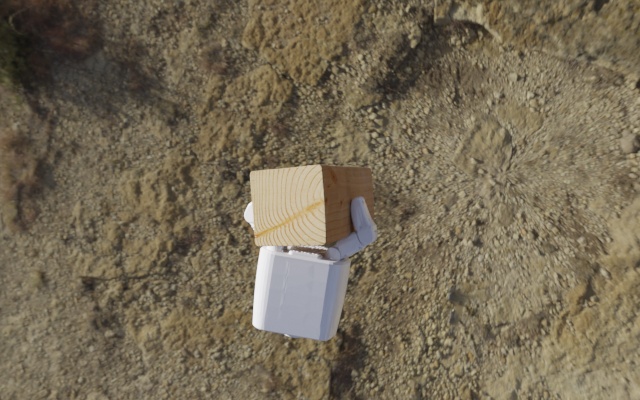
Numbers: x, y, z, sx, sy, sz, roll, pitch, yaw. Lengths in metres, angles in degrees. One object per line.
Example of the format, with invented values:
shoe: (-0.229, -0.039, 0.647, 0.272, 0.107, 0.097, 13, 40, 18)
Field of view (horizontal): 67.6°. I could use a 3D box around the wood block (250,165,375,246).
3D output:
wood block: (0.000, 0.002, 0.629, 0.091, 0.090, 0.206, -3, 2, 21)
